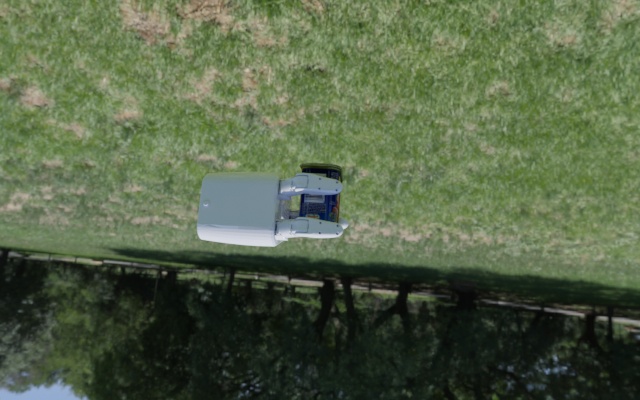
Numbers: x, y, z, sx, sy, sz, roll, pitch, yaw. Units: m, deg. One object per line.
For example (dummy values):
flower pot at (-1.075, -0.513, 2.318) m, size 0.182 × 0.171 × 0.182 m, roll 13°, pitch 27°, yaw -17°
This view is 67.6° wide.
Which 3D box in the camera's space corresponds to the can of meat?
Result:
can of meat at (0.000, 0.003, 0.660) m, size 0.057 × 0.084 × 0.102 m, roll 3°, pitch -12°, yaw 5°
